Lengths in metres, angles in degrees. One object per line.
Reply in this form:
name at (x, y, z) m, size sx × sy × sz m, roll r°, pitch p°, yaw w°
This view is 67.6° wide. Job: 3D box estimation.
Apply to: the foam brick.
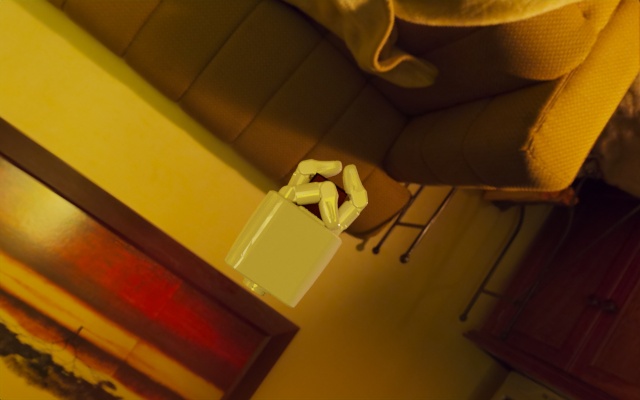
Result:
foam brick at (0.000, 0.002, 0.656) m, size 0.053 × 0.051 × 0.078 m, roll 34°, pitch -8°, yaw 4°
